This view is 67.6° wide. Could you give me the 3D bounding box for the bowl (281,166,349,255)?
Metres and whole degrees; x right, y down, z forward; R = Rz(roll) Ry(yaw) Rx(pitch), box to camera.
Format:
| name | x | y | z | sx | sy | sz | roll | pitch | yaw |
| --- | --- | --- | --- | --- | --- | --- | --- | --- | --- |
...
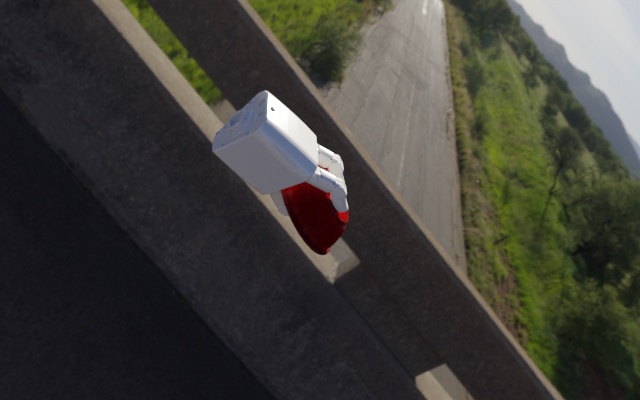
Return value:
| name | x | y | z | sx | sy | sz | roll | pitch | yaw |
| --- | --- | --- | --- | --- | --- | --- | --- | --- | --- |
| bowl | 0.001 | 0.003 | 0.759 | 0.055 | 0.162 | 0.162 | -23 | -8 | 18 |
